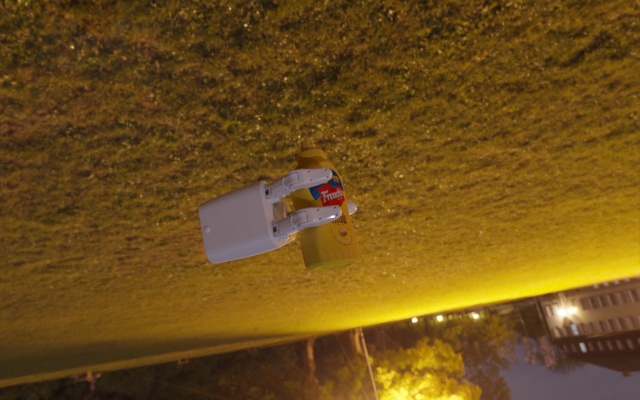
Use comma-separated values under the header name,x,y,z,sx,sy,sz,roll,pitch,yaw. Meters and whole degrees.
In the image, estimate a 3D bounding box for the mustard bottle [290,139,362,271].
name,x,y,z,sx,sy,sz,roll,pitch,yaw
mustard bottle,0.000,0.002,0.684,0.058,0.191,0.096,-26,-20,38
